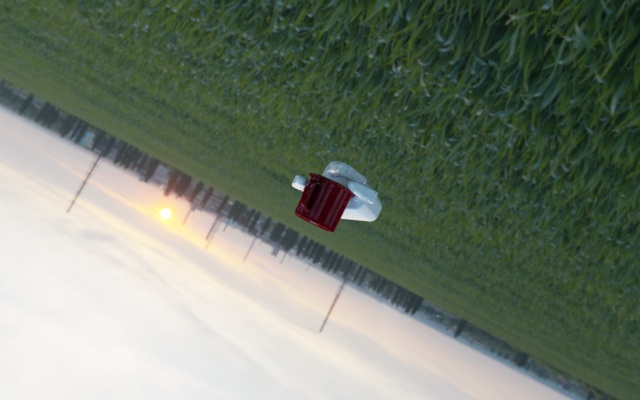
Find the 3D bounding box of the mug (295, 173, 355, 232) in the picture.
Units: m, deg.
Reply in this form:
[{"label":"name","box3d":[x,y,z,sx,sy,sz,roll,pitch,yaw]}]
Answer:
[{"label":"mug","box3d":[0.000,0.003,0.862,0.093,0.081,0.117,23,-7,29]}]
